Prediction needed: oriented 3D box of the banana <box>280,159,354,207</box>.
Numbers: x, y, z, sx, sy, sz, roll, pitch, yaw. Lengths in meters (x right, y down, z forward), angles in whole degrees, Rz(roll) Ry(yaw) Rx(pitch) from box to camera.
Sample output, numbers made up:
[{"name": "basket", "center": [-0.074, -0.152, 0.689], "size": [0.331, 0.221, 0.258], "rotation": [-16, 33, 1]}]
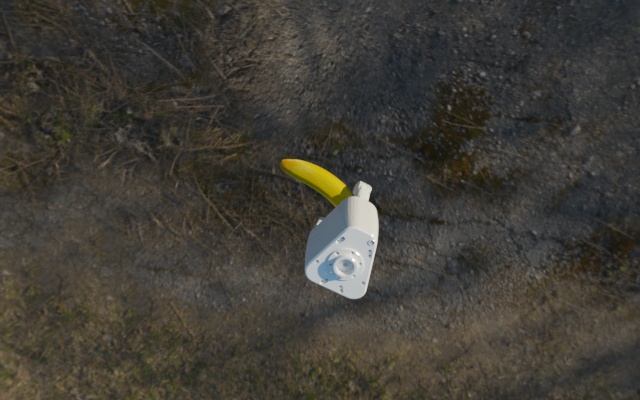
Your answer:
[{"name": "banana", "center": [0.017, -0.005, 0.799], "size": [0.069, 0.198, 0.037], "rotation": [-35, 16, 18]}]
